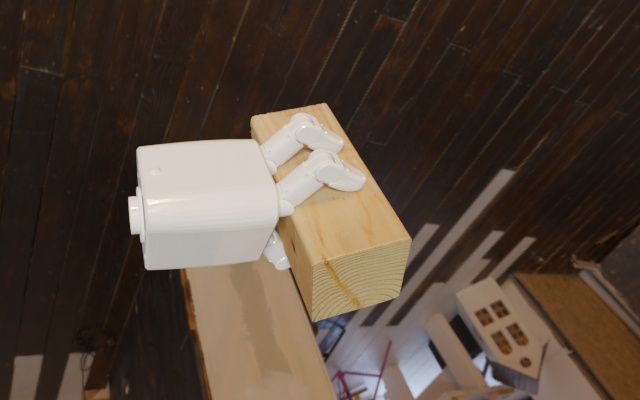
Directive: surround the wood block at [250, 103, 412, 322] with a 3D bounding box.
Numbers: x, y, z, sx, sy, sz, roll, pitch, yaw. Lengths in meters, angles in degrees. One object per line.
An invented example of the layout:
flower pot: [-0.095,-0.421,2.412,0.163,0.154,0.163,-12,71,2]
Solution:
wood block: [0.000,0.002,0.480,0.090,0.091,0.206,-13,48,-14]
